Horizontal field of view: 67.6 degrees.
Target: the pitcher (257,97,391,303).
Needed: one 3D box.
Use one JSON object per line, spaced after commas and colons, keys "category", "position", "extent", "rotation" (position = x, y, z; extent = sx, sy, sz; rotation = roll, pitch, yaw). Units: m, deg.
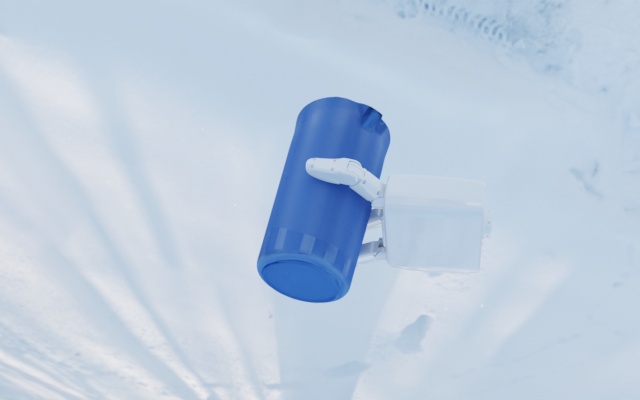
{"category": "pitcher", "position": [0.000, 0.002, 0.602], "extent": [0.145, 0.242, 0.149], "rotation": [4, -37, 16]}
